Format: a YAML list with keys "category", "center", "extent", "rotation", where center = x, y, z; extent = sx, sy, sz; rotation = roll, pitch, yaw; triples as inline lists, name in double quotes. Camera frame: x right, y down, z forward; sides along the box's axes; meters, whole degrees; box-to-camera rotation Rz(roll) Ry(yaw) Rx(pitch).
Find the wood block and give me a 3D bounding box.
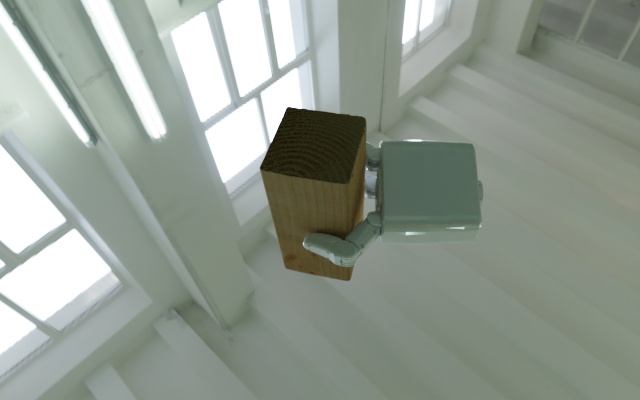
- category: "wood block"
  center: [0.000, 0.002, 0.554]
  extent: [0.090, 0.090, 0.206]
  rotation: [10, -34, 11]
